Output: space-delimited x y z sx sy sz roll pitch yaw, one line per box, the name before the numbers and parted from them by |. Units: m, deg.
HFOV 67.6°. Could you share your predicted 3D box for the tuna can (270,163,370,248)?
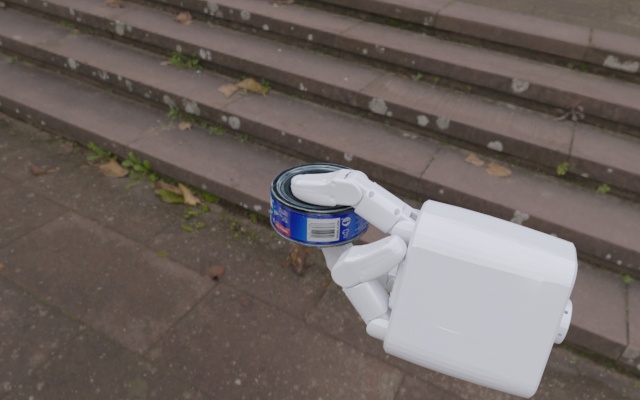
tuna can | 0.000 0.001 0.402 0.086 0.034 0.086 1 31 -1
